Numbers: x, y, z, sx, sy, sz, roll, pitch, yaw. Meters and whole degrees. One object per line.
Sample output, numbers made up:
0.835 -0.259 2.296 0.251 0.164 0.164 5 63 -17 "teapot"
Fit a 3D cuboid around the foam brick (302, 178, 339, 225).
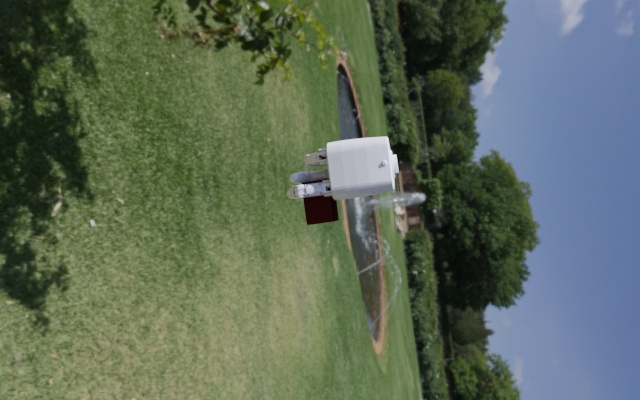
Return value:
0.000 0.003 0.855 0.051 0.078 0.053 -7 -1 10 "foam brick"
